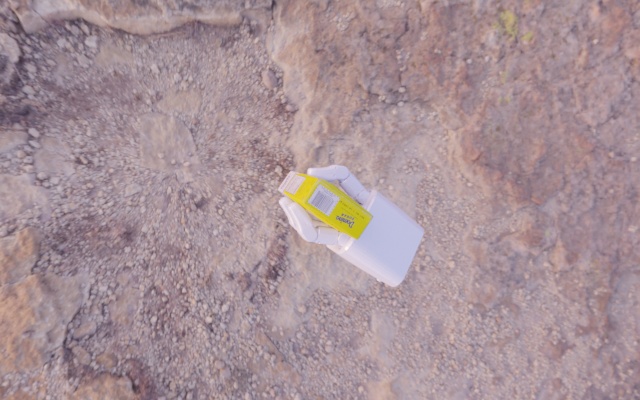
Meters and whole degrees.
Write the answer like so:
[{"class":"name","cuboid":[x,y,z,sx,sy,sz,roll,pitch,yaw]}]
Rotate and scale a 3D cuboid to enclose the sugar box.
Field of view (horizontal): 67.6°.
[{"class":"sugar box","cuboid":[0.000,0.003,0.694,0.093,0.048,0.176,36,-6,-16]}]
